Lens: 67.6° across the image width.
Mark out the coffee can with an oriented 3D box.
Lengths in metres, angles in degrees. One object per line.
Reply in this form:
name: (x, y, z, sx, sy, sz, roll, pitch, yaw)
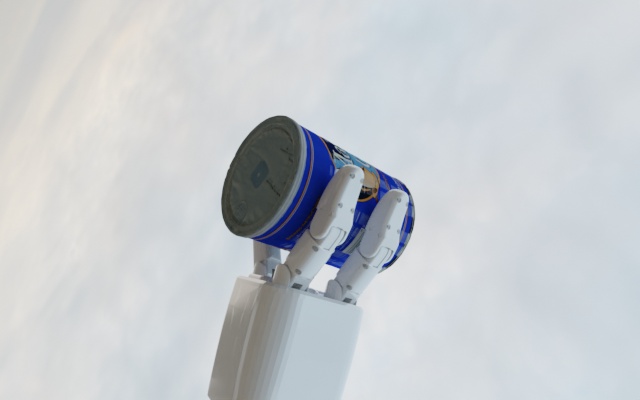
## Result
coffee can: (0.000, 0.001, 0.420, 0.140, 0.102, 0.103, 24, -15, -38)
